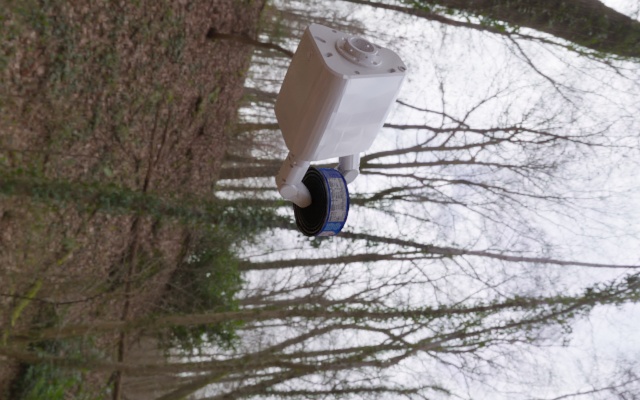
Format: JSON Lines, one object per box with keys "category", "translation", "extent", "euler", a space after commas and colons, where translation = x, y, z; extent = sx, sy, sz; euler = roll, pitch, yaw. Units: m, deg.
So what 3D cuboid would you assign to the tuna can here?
{"category": "tuna can", "translation": [0.001, 0.002, 0.588], "extent": [0.034, 0.086, 0.086], "euler": [1, -1, -30]}
